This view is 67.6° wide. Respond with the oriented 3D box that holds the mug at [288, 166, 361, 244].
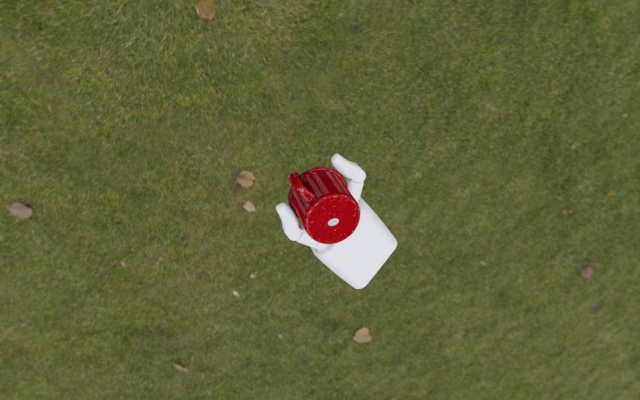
[{"bbox_3d":[-0.001,0.001,0.675,0.117,0.093,0.081,45,7,-31],"label":"mug"}]
